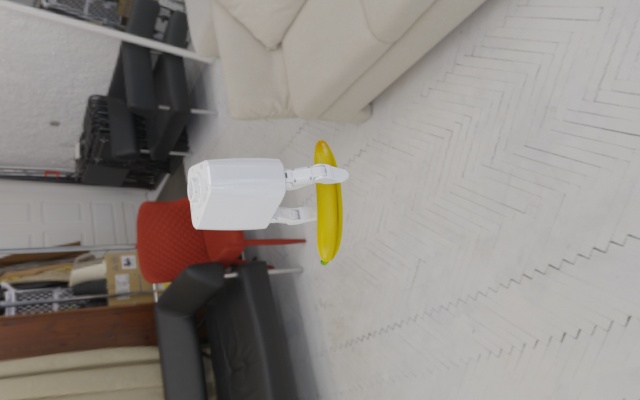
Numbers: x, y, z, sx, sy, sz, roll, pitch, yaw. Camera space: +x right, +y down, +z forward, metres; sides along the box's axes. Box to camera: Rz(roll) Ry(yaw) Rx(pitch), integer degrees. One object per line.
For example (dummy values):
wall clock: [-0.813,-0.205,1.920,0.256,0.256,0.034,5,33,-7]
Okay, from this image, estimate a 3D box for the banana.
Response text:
banana: [0.008,0.007,0.718,0.037,0.198,0.069,-3,6,-25]
